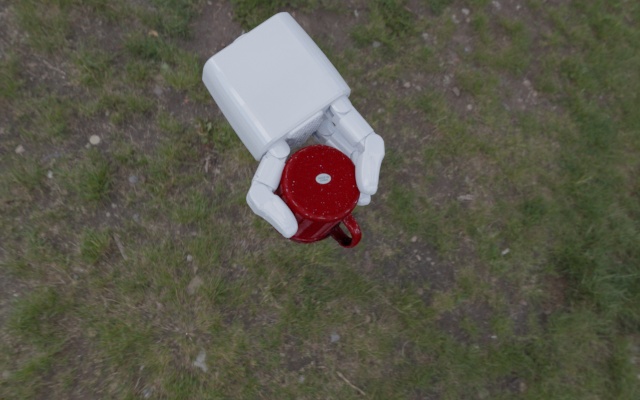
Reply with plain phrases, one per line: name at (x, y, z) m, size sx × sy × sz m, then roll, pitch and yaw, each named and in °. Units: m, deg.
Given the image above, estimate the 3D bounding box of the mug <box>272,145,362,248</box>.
mug at (0.001, 0.003, 0.500) m, size 0.093 × 0.117 × 0.081 m, roll -36°, pitch -4°, yaw -21°
